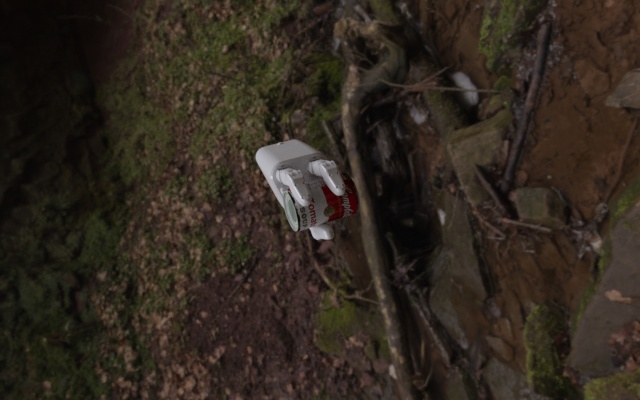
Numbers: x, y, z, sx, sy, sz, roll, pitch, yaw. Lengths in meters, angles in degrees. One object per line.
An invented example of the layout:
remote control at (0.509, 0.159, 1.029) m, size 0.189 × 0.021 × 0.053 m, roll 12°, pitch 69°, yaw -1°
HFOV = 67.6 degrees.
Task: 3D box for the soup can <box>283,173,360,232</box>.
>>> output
soup can at (0.000, 0.003, 0.738) m, size 0.102 × 0.068 × 0.068 m, roll -16°, pitch 5°, yaw -18°
